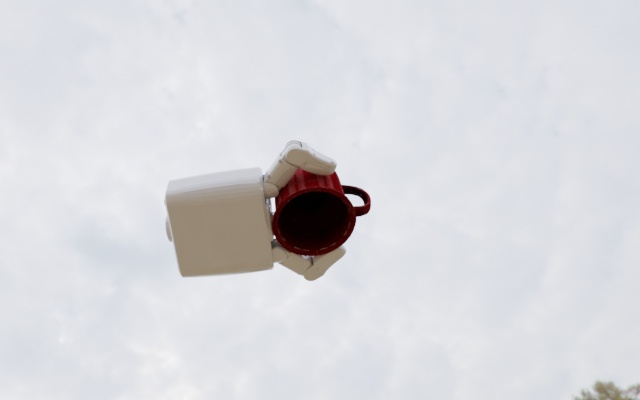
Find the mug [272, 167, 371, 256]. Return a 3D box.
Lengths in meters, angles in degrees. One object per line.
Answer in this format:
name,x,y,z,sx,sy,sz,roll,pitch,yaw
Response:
mug,0.001,0.001,0.554,0.117,0.093,0.081,-6,34,-5
